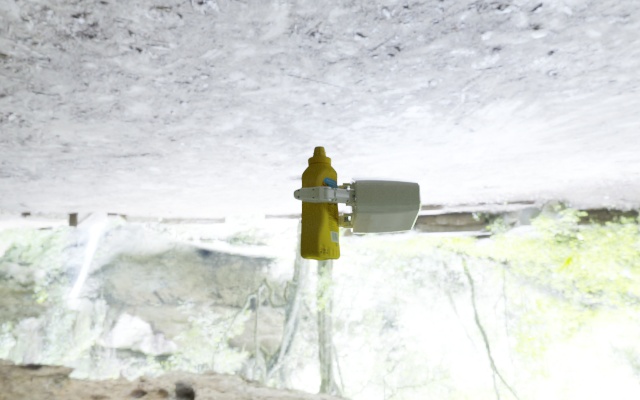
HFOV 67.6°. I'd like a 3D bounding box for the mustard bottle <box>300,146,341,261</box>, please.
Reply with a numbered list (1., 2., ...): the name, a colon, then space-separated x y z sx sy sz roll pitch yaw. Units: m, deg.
1. mustard bottle: 0.000 0.003 0.799 0.058 0.191 0.096 -5 -12 24
